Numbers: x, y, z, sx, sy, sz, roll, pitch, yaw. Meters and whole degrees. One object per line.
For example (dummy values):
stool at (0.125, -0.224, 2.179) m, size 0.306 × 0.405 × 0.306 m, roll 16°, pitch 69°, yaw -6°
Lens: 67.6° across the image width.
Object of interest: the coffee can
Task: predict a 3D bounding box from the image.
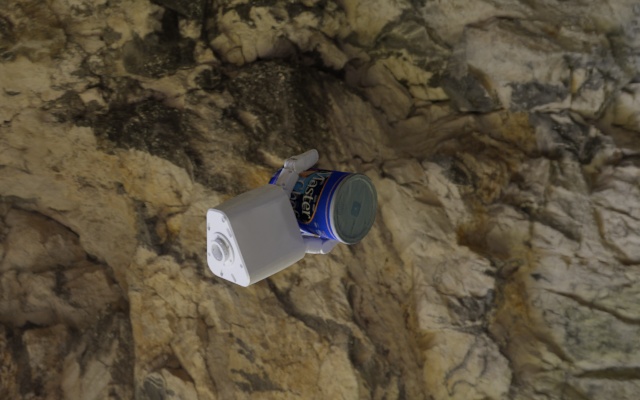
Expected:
coffee can at (0.000, 0.002, 0.725) m, size 0.140 × 0.103 × 0.103 m, roll 11°, pitch 7°, yaw 41°
